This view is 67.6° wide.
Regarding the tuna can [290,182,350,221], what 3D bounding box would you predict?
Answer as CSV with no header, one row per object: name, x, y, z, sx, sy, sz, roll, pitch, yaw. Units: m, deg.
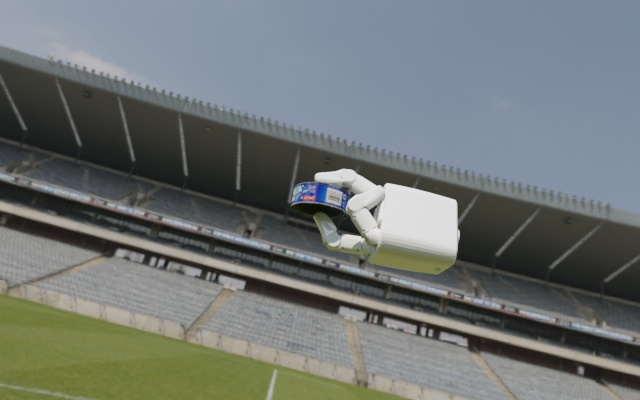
tuna can,0.000,0.002,0.712,0.086,0.033,0.086,8,-17,3
